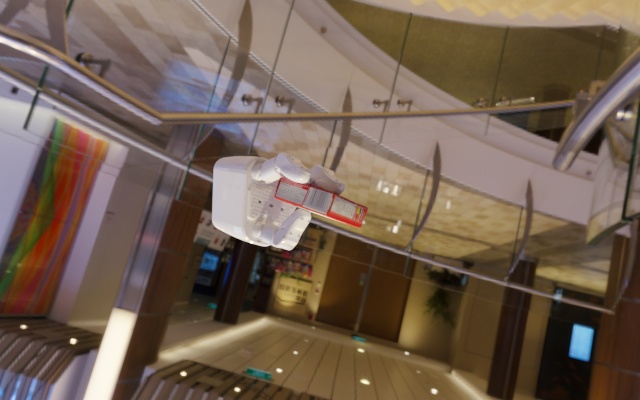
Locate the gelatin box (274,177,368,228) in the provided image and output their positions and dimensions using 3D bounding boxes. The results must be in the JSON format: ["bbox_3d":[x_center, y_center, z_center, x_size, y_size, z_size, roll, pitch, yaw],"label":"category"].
[{"bbox_3d":[0.000,0.002,0.573,0.089,0.030,0.073,18,-3,40],"label":"gelatin box"}]
